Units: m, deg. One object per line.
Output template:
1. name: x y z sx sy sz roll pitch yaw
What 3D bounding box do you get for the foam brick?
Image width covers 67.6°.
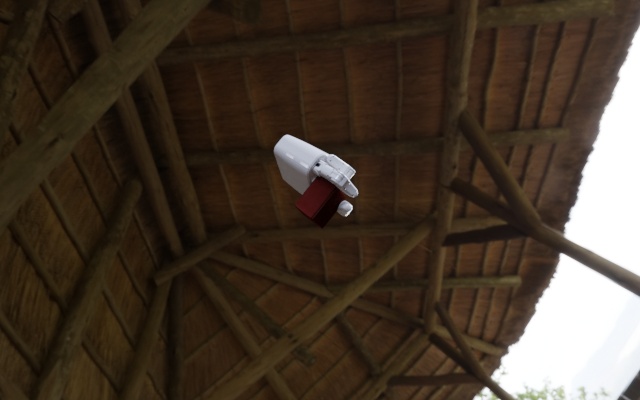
1. foam brick: 0.000 0.003 0.898 0.051 0.078 0.053 33 -9 33
